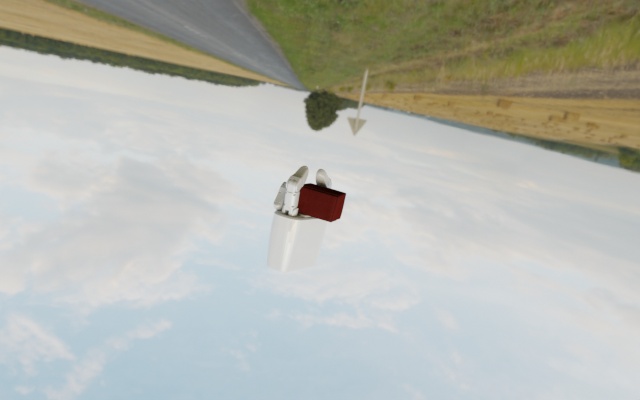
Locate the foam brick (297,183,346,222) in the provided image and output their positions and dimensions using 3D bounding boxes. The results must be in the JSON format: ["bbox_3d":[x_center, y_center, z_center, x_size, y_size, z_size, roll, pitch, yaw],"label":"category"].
[{"bbox_3d":[0.000,0.003,0.873,0.078,0.051,0.053,16,11,20],"label":"foam brick"}]
